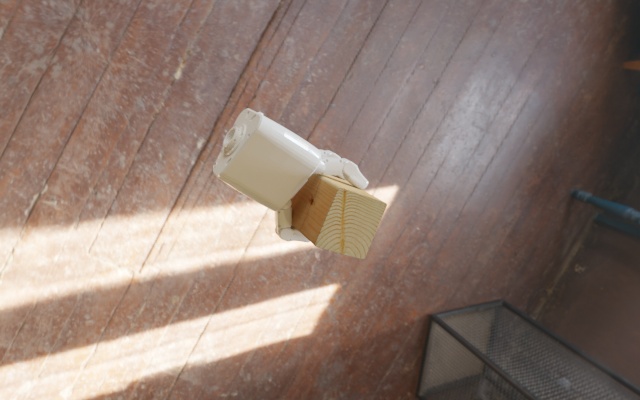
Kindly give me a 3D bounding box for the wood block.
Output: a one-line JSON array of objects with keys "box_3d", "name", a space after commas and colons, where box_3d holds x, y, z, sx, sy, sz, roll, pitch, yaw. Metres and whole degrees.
[{"box_3d": [0.000, 0.003, 0.749, 0.090, 0.091, 0.206, 18, 10, -30], "name": "wood block"}]
